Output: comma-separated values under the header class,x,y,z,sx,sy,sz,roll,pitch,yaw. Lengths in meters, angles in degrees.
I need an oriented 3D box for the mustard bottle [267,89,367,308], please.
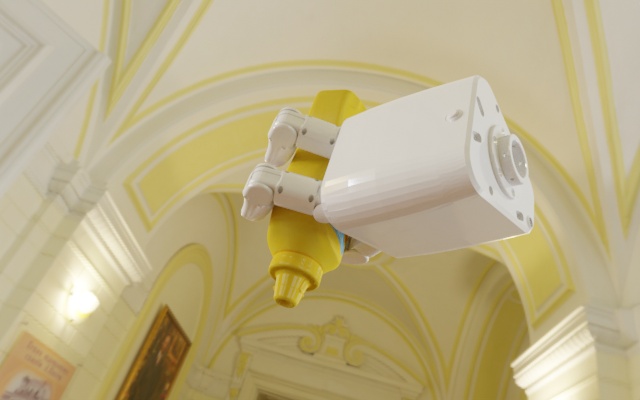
class,x,y,z,sx,sy,sz,roll,pitch,yaw
mustard bottle,0.000,0.001,0.406,0.058,0.191,0.096,4,-37,20
